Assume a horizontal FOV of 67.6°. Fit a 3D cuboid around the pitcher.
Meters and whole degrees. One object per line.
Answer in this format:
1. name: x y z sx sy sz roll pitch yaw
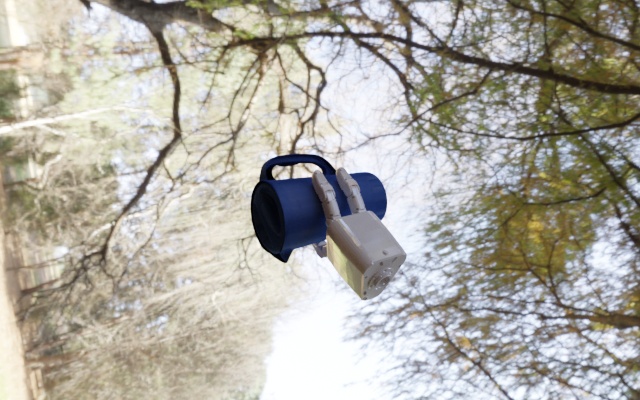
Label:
1. pitcher: 0.000 0.003 0.887 0.243 0.149 0.145 -11 43 -32
